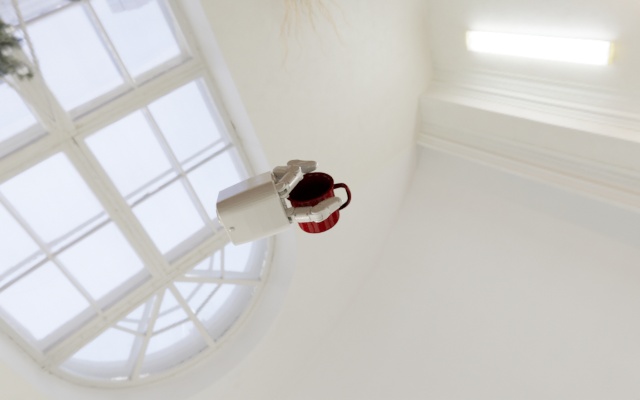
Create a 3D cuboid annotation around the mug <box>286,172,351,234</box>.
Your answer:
[{"bbox_3d":[0.002,0.003,0.879,0.117,0.082,0.093,-18,35,0],"label":"mug"}]
